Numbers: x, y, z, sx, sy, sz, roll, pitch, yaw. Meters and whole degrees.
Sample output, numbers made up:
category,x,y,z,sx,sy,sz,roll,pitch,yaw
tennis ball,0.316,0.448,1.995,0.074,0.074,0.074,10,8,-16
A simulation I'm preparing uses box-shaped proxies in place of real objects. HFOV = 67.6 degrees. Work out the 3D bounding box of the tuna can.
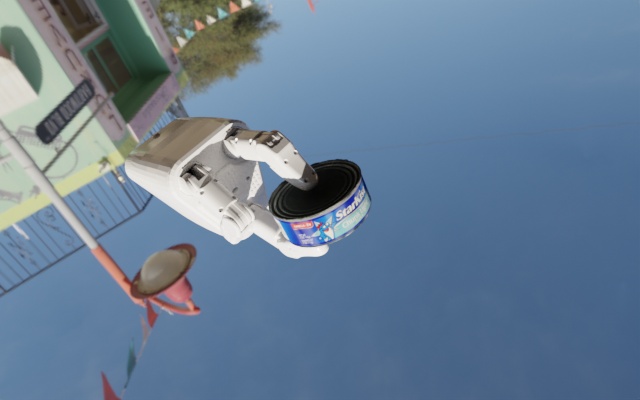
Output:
category,x,y,z,sx,sy,sz,roll,pitch,yaw
tuna can,0.000,0.002,0.417,0.086,0.034,0.086,-18,31,11
